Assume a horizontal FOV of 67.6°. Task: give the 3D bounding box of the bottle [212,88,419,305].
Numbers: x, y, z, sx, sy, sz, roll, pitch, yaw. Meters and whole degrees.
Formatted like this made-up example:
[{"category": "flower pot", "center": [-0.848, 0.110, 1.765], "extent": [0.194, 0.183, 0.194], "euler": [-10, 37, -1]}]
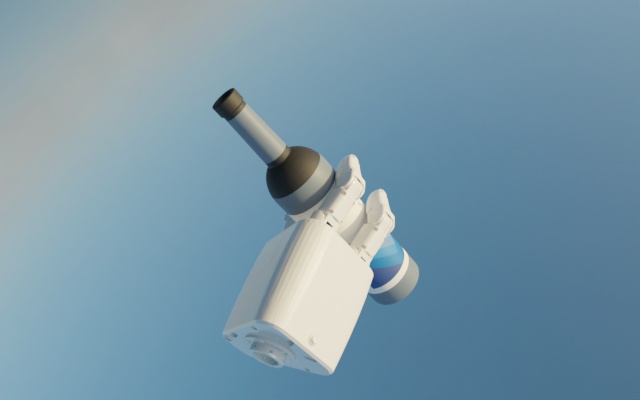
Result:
[{"category": "bottle", "center": [0.000, 0.002, 0.503], "extent": [0.069, 0.069, 0.296], "euler": [0, -40, 52]}]
